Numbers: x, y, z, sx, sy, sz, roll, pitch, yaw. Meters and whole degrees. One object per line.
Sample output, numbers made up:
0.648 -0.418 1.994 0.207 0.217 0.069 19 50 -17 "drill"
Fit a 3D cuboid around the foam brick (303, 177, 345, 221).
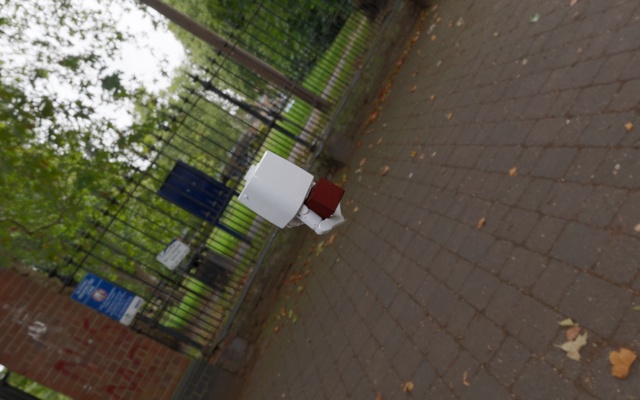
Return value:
0.000 0.003 0.895 0.051 0.053 0.078 32 -32 -9 "foam brick"
